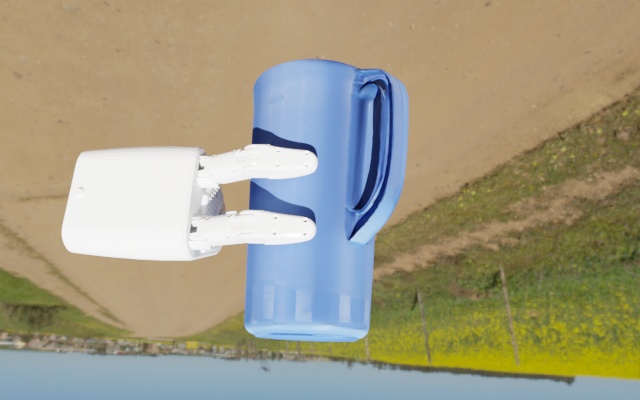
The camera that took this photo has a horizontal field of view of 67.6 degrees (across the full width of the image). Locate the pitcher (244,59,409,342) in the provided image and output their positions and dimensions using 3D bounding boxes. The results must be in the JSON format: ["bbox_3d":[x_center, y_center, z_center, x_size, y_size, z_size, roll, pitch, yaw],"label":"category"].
[{"bbox_3d":[0.000,0.001,0.440,0.145,0.242,0.149,2,-18,2],"label":"pitcher"}]
